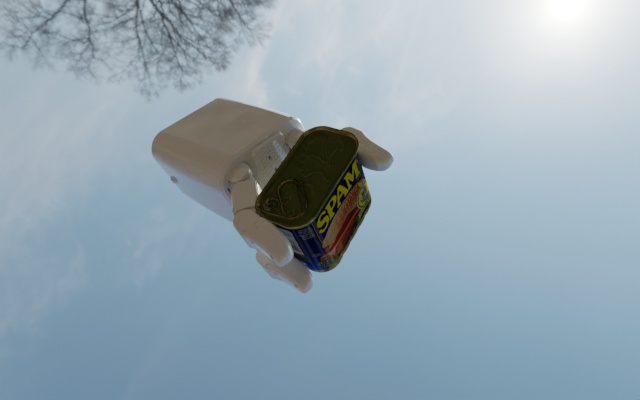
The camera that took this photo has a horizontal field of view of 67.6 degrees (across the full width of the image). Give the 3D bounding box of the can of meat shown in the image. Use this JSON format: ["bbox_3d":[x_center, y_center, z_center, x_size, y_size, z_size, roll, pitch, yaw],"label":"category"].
[{"bbox_3d":[0.000,0.002,0.420,0.057,0.102,0.084,19,-27,29],"label":"can of meat"}]
